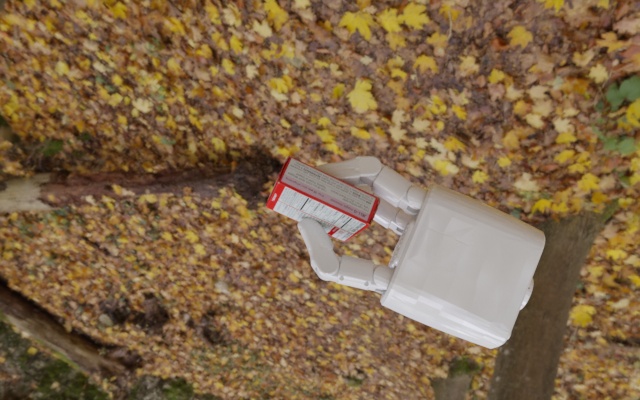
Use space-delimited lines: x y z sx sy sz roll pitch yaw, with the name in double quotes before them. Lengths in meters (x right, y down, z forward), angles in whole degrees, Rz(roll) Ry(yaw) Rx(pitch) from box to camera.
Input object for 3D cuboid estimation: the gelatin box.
"gelatin box" 0.000 0.002 0.433 0.089 0.030 0.073 24 -21 -6
